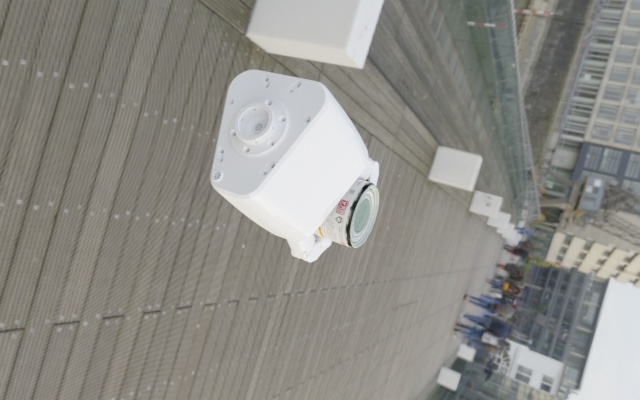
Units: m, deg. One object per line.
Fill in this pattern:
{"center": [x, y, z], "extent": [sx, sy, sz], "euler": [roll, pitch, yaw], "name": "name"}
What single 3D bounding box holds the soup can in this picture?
{"center": [0.000, 0.002, 0.486], "extent": [0.102, 0.068, 0.068], "euler": [18, 8, 25], "name": "soup can"}
